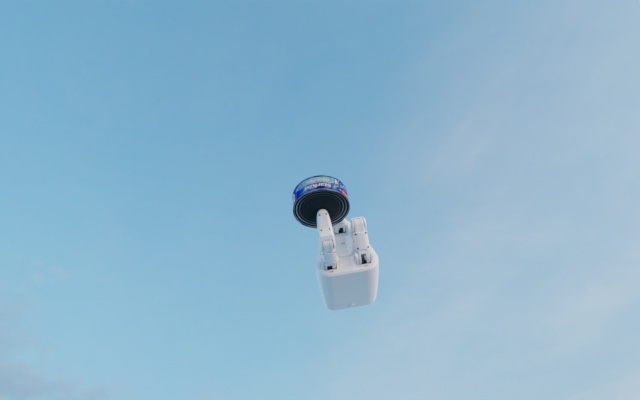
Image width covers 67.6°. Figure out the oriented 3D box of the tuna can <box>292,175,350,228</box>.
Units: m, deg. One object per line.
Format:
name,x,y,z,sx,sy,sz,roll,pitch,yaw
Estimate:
tuna can,0.000,0.002,0.723,0.086,0.033,0.086,-4,-43,-4
